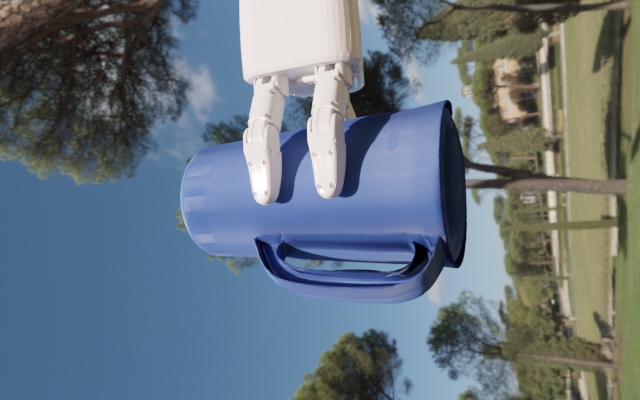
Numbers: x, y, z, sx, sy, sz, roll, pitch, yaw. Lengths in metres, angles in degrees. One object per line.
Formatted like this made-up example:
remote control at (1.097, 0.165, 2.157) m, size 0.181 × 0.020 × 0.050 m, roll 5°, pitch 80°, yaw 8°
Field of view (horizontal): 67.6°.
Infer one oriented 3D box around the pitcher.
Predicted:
pitcher at (0.000, 0.001, 0.417) m, size 0.243 × 0.145 × 0.149 m, roll -4°, pitch 2°, yaw 24°
